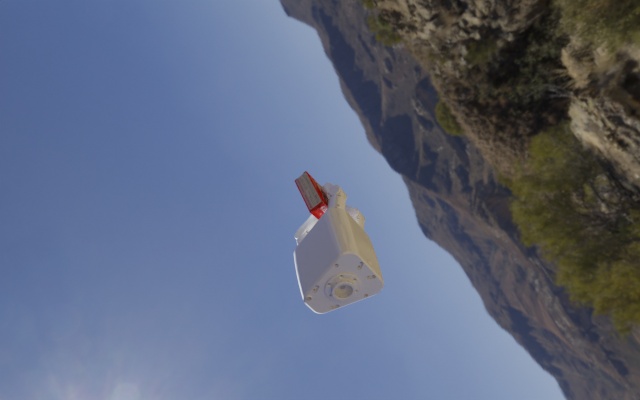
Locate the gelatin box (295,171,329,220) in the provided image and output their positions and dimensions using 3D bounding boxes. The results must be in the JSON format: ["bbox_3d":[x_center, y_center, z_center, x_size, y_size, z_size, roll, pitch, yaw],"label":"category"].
[{"bbox_3d":[0.000,0.003,0.786,0.073,0.030,0.089,43,12,-42],"label":"gelatin box"}]
